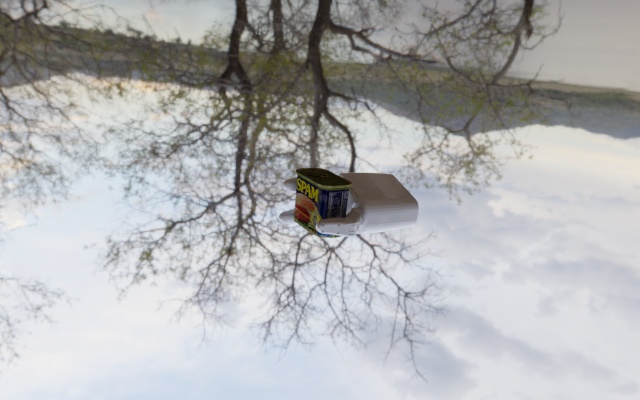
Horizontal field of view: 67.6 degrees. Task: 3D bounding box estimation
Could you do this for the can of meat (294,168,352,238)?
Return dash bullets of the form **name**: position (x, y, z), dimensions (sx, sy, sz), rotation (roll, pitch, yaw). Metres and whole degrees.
- **can of meat**: position (0.000, 0.003, 0.738), dimensions (0.057, 0.084, 0.102), rotation (-5, 21, -30)
